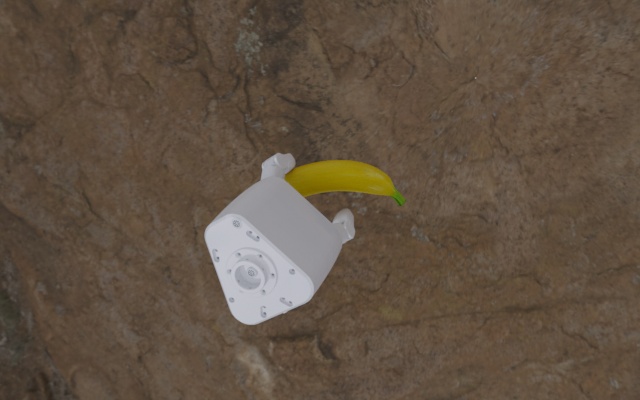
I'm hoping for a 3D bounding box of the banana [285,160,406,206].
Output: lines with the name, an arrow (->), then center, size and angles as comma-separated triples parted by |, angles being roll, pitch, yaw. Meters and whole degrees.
banana -> 0.001, -0.015, 0.583 | 0.198, 0.070, 0.037 | -3, 25, 14
